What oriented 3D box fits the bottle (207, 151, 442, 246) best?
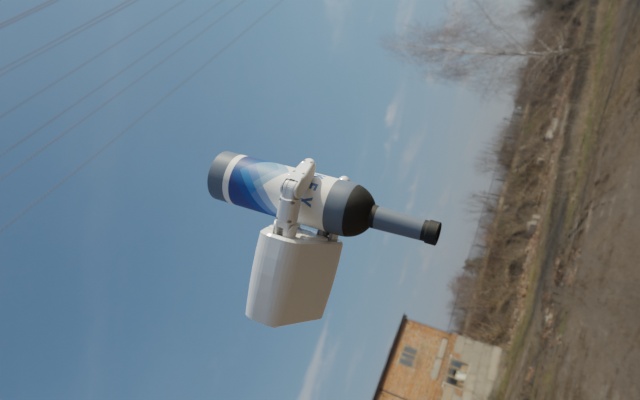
[{"bbox_3d":[0.000,0.002,0.588,0.295,0.069,0.069,15,6,22],"label":"bottle"}]
